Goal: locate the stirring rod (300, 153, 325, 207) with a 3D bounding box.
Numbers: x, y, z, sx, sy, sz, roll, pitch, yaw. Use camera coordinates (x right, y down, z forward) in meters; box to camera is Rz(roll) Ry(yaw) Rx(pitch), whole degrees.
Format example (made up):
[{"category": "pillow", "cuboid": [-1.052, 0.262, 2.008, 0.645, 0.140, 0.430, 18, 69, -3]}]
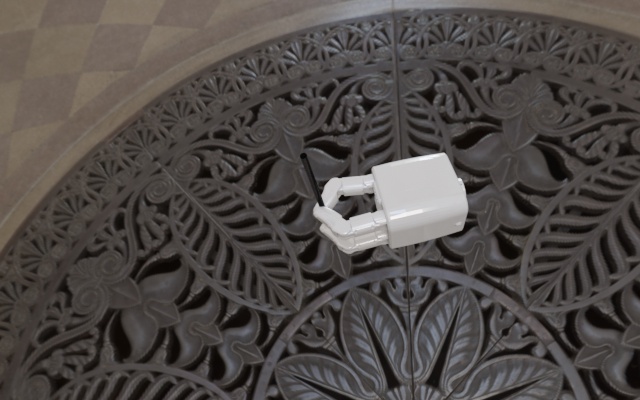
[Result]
[{"category": "stirring rod", "cuboid": [0.000, 0.002, 0.635, 0.011, 0.011, 0.240, 0, -25, 10]}]
